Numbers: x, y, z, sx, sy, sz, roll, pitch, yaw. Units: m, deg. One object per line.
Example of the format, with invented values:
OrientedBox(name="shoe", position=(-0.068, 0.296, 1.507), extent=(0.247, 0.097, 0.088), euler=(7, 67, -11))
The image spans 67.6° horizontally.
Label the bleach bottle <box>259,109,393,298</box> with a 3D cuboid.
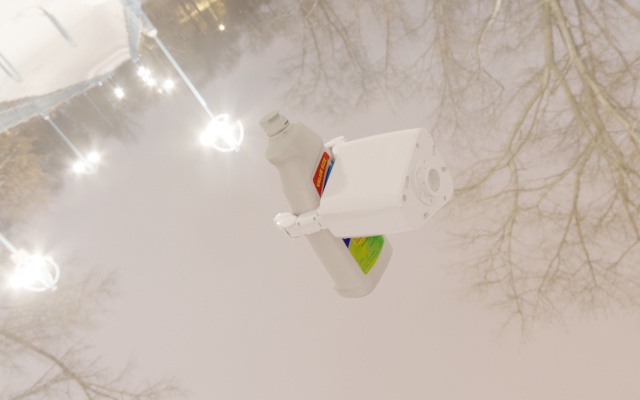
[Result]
OrientedBox(name="bleach bottle", position=(0.000, 0.002, 0.600), extent=(0.068, 0.251, 0.102), euler=(-8, 35, 43))
